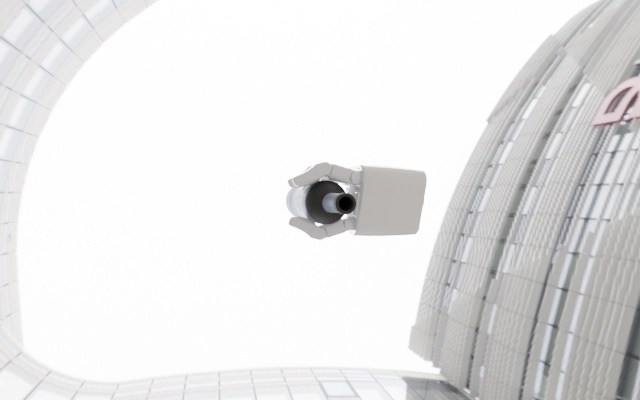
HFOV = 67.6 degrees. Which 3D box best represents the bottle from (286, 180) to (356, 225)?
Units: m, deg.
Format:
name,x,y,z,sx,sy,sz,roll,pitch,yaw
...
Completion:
name,x,y,z,sx,sy,sz,roll,pitch,yaw
bottle,0.000,0.002,0.745,0.069,0.069,0.295,0,1,-13
